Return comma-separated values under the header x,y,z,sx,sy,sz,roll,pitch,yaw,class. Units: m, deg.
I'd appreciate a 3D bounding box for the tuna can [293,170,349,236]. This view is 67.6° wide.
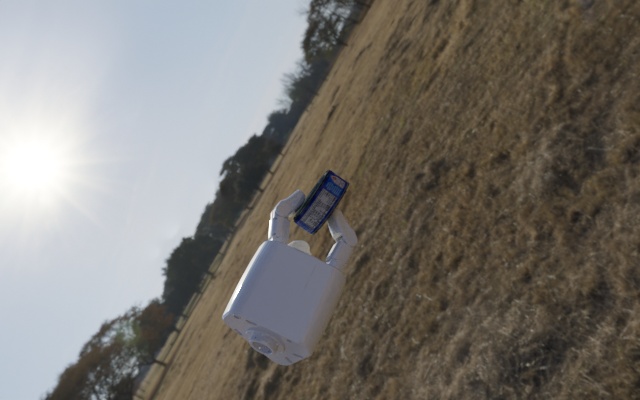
x,y,z,sx,sy,sz,roll,pitch,yaw,class
0.000,0.002,0.634,0.034,0.086,0.086,35,-4,-5,tuna can
